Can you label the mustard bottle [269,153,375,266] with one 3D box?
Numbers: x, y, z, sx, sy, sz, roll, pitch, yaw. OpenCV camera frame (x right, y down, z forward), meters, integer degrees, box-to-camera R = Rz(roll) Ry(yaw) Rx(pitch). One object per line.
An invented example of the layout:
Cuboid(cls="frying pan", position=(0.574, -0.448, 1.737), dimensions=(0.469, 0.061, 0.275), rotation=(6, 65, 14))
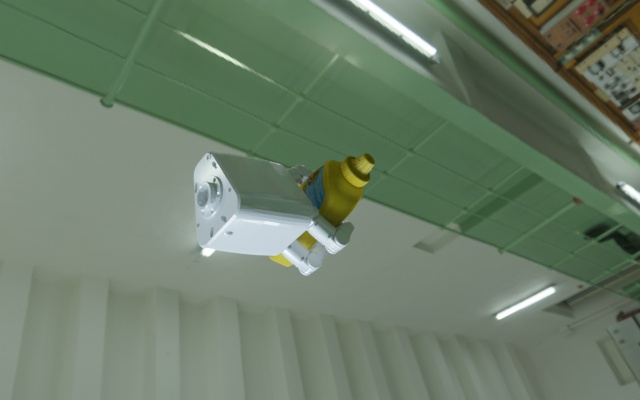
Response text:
Cuboid(cls="mustard bottle", position=(0.000, 0.002, 0.634), dimensions=(0.058, 0.096, 0.192), rotation=(30, -53, -25))
